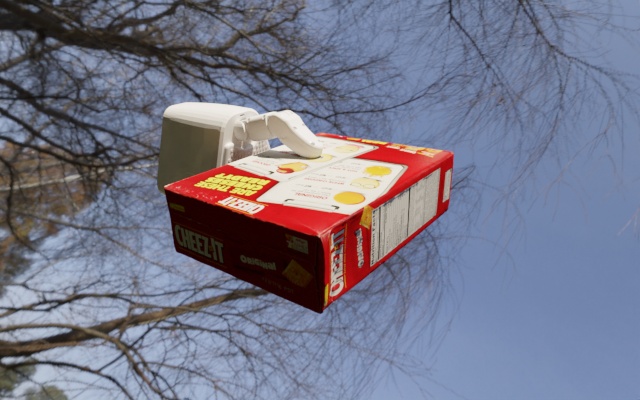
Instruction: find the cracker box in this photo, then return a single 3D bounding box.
[{"bbox_3d":[0.000,0.001,0.434,0.164,0.072,0.213,14,28,35],"label":"cracker box"}]
